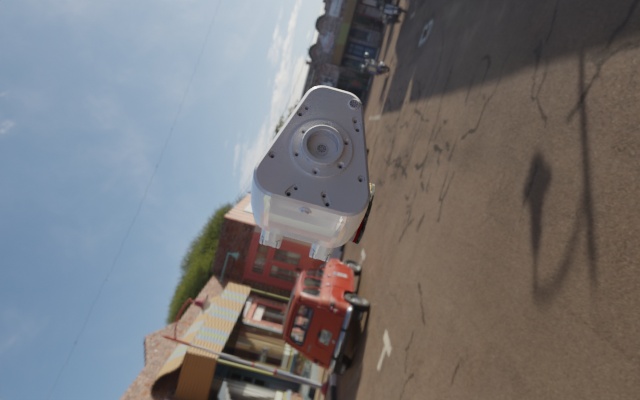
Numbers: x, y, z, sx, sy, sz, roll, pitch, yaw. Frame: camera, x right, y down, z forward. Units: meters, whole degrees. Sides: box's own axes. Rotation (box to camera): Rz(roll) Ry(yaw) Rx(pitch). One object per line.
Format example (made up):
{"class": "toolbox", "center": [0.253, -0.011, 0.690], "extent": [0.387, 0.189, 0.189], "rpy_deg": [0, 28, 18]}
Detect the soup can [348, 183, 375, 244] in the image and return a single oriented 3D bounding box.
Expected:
{"class": "soup can", "center": [0.000, 0.002, 0.517], "extent": [0.102, 0.068, 0.068], "rpy_deg": [15, 0, -1]}
